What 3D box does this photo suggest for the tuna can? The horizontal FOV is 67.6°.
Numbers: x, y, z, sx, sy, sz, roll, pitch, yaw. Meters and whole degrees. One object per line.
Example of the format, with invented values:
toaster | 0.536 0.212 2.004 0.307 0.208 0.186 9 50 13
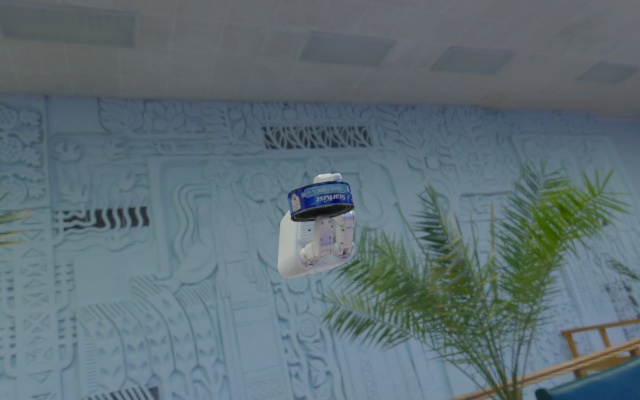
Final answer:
tuna can | 0.000 0.001 0.629 0.086 0.033 0.086 -10 -12 -2
